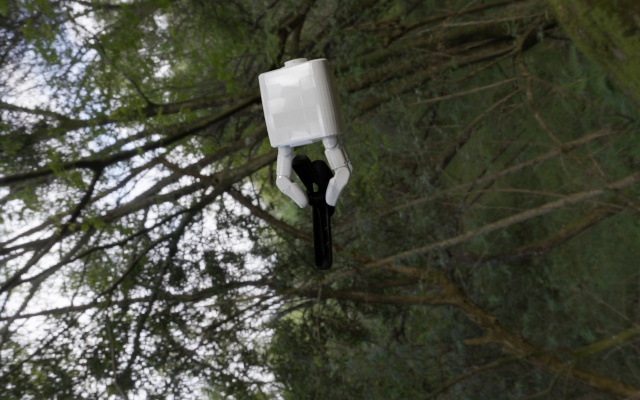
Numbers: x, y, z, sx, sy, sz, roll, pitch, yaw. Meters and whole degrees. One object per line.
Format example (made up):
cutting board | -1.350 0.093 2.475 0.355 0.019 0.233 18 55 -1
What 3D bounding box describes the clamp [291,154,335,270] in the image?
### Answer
clamp | -0.001 0.002 0.728 0.036 0.164 0.210 -9 10 9
